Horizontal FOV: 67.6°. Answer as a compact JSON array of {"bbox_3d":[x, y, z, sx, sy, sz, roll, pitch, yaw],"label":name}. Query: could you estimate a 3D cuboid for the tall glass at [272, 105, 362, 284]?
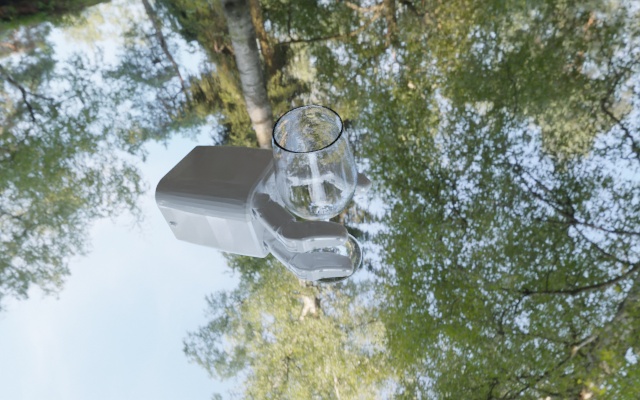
[{"bbox_3d":[0.000,0.002,0.482,0.079,0.079,0.201,0,-40,8],"label":"tall glass"}]
